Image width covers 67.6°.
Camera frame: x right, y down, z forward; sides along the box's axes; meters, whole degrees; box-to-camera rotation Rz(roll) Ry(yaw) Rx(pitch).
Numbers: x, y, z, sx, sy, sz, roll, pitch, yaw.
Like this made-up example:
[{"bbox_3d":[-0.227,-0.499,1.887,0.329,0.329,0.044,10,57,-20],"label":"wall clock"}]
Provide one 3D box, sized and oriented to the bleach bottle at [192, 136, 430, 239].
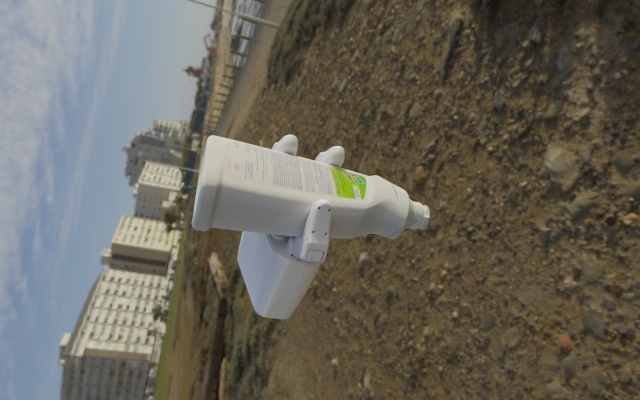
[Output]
[{"bbox_3d":[0.000,0.002,0.502,0.251,0.068,0.102,11,38,-16],"label":"bleach bottle"}]
